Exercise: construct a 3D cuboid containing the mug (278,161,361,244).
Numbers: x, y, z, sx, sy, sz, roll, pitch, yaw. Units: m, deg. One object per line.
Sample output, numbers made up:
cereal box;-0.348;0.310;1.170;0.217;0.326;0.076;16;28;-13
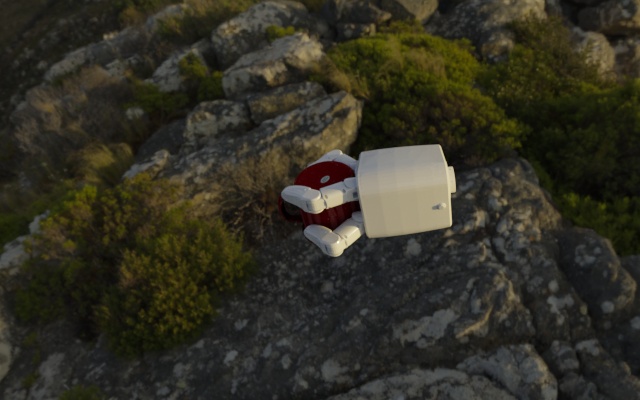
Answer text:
mug;-0.001;0.002;0.643;0.117;0.082;0.093;-5;39;12
